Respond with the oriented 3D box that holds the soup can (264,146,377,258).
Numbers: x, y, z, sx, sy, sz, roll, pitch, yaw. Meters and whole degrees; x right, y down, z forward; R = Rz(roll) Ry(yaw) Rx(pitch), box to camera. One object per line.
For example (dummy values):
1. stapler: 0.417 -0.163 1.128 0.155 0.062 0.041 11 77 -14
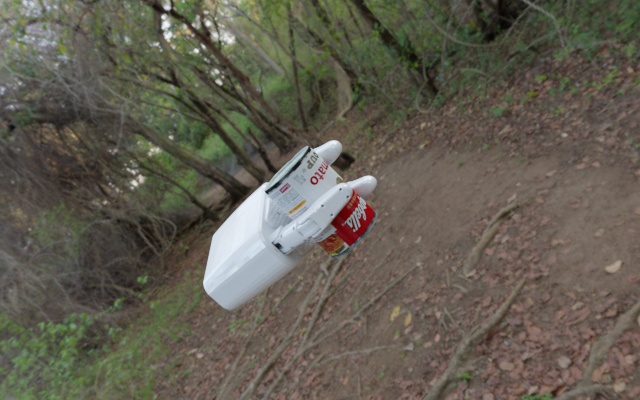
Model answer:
1. soup can: 0.000 0.001 0.499 0.102 0.068 0.068 44 -11 -12
